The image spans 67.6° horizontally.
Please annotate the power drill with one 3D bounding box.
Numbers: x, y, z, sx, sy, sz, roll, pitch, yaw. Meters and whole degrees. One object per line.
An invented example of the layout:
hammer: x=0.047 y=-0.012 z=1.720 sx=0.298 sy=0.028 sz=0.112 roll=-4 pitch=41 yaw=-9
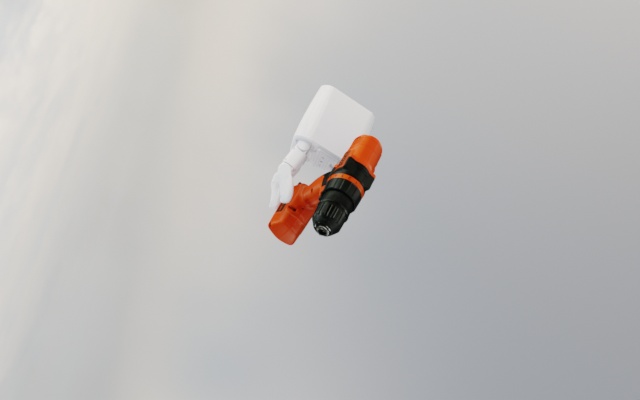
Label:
power drill: x=0.000 y=0.002 z=0.695 sx=0.188 sy=0.057 sz=0.184 roll=-31 pitch=20 yaw=48
